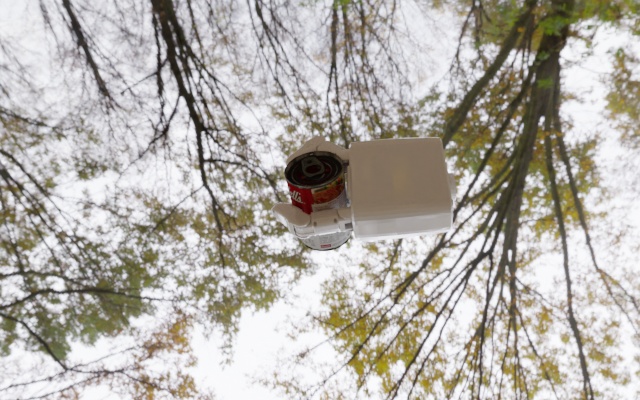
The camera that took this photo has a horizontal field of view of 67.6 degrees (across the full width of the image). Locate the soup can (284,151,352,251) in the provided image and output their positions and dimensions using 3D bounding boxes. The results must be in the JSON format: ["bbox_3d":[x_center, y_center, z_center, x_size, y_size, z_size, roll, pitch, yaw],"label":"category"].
[{"bbox_3d":[0.000,0.002,0.566,0.068,0.102,0.068,-7,39,5],"label":"soup can"}]
